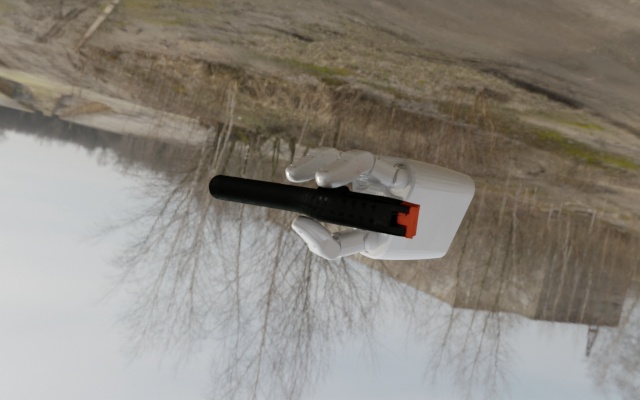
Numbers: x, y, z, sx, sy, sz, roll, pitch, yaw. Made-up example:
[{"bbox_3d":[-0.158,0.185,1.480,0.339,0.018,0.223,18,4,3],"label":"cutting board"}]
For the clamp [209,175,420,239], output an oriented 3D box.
[{"bbox_3d":[0.000,0.002,0.459,0.164,0.036,0.210,2,7,-35],"label":"clamp"}]
